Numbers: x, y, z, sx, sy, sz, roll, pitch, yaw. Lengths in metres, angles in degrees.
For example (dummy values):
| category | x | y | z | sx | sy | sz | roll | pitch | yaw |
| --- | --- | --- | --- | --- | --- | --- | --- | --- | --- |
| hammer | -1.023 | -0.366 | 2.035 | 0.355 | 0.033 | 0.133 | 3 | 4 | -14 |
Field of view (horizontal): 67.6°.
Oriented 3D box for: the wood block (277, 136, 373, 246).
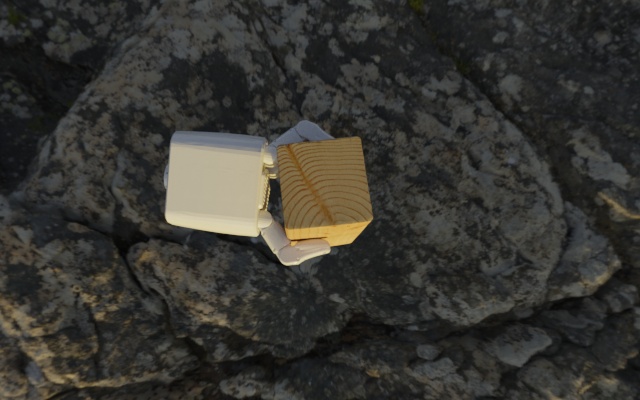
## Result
| category | x | y | z | sx | sy | sz | roll | pitch | yaw |
| --- | --- | --- | --- | --- | --- | --- | --- | --- | --- |
| wood block | 0.000 | 0.002 | 0.578 | 0.090 | 0.091 | 0.206 | -6 | -11 | -3 |
